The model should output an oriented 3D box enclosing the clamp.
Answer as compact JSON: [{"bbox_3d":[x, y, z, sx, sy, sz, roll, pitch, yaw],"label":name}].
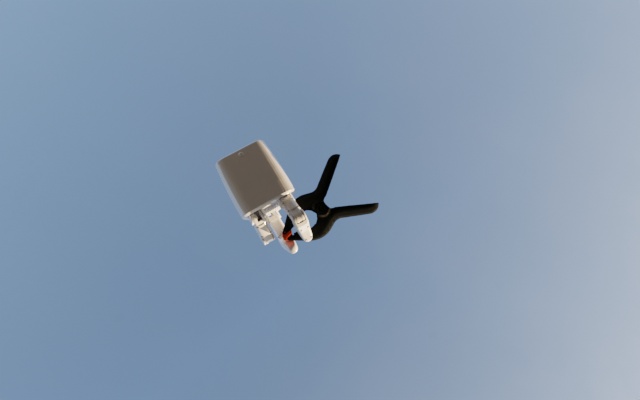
[{"bbox_3d":[0.000,0.003,0.810,0.171,0.120,0.039,-29,-9,-10],"label":"clamp"}]
